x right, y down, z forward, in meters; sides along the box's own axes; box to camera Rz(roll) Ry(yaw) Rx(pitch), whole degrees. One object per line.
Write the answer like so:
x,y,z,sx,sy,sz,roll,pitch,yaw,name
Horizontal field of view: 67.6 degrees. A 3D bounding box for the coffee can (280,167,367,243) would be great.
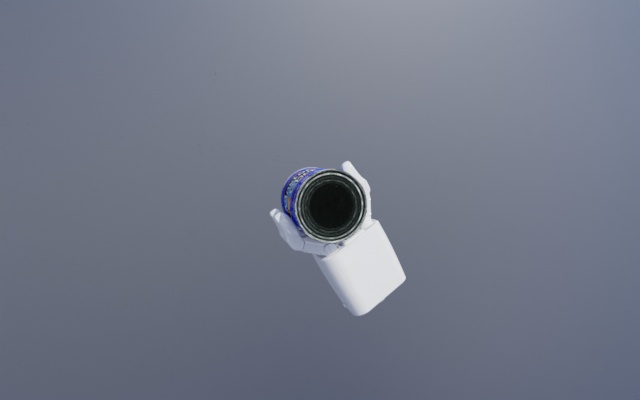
0.000,0.002,0.715,0.103,0.103,0.140,0,5,-13,coffee can
